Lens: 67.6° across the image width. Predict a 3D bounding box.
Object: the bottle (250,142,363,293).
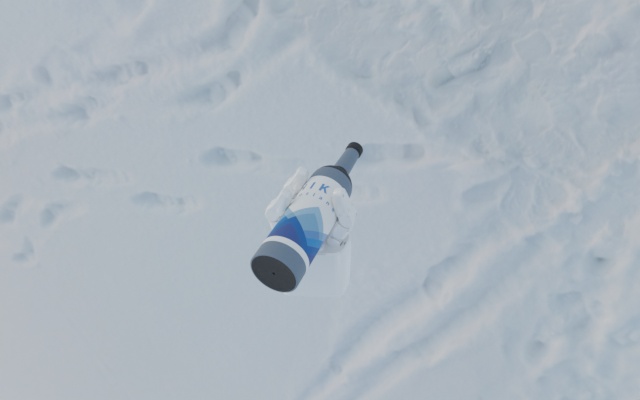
[{"bbox_3d":[0.000,0.002,0.689,0.069,0.069,0.295,0,37,29],"label":"bottle"}]
